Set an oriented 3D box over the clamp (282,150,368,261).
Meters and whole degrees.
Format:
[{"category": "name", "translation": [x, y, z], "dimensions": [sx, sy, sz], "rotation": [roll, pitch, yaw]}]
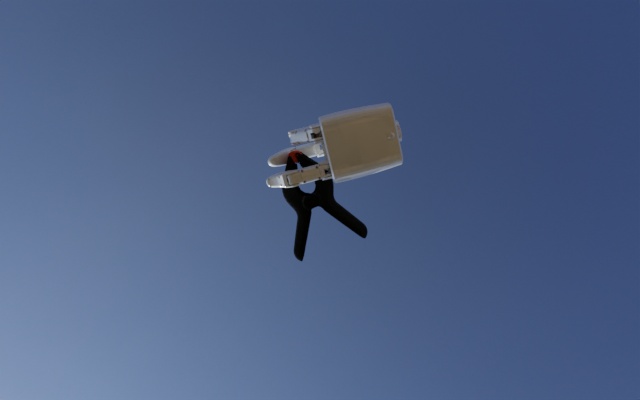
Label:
[{"category": "clamp", "translation": [0.000, 0.002, 0.734], "dimensions": [0.120, 0.171, 0.039], "rotation": [-13, 12, 2]}]
